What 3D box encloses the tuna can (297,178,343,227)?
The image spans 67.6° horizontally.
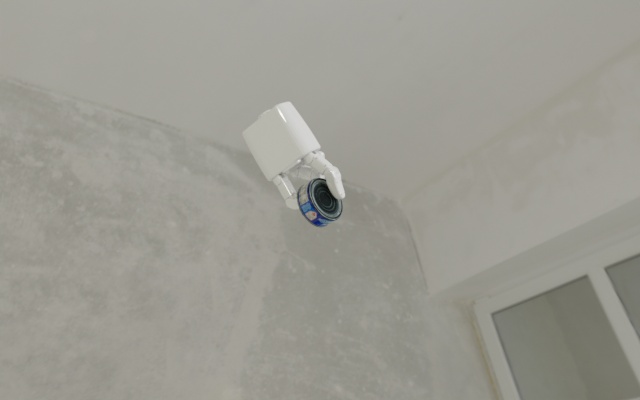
[{"bbox_3d":[0.001,0.003,0.861,0.034,0.086,0.086,-31,-20,37],"label":"tuna can"}]
